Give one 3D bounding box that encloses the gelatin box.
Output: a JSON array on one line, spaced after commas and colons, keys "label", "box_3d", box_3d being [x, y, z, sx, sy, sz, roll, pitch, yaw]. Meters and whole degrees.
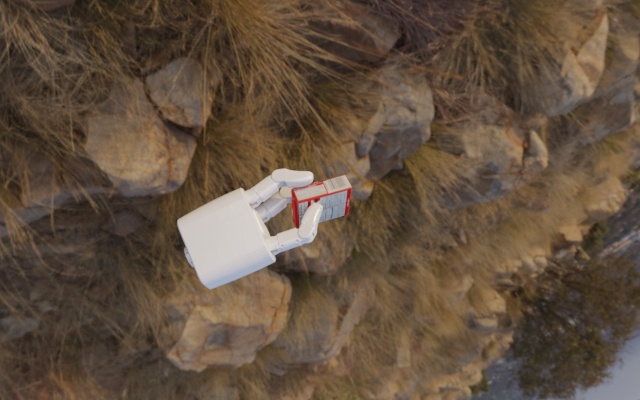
[{"label": "gelatin box", "box_3d": [0.001, 0.003, 0.729, 0.089, 0.030, 0.073, -15, -34, -12]}]
